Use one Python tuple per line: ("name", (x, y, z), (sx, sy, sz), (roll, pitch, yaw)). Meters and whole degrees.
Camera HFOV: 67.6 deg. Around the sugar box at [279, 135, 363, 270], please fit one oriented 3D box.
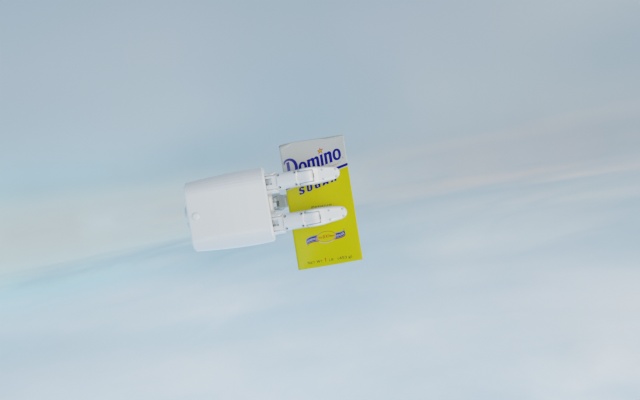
("sugar box", (0.000, 0.002, 0.671), (0.093, 0.176, 0.048), (-10, 2, -2))
